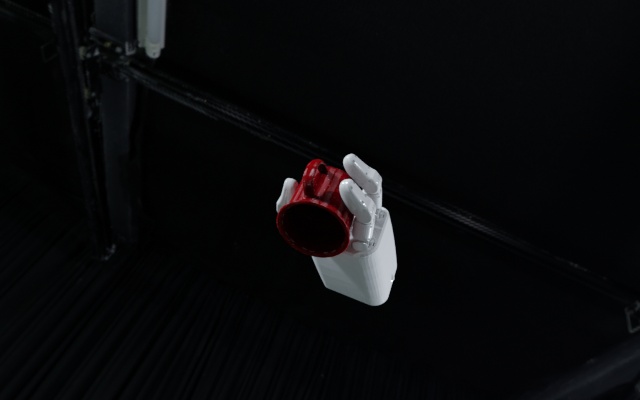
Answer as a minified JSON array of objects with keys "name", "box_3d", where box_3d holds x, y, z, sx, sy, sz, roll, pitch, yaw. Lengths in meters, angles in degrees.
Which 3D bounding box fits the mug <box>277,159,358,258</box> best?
[{"name":"mug","box_3d":[0.000,0.001,0.594,0.093,0.117,0.081,2,40,22]}]
